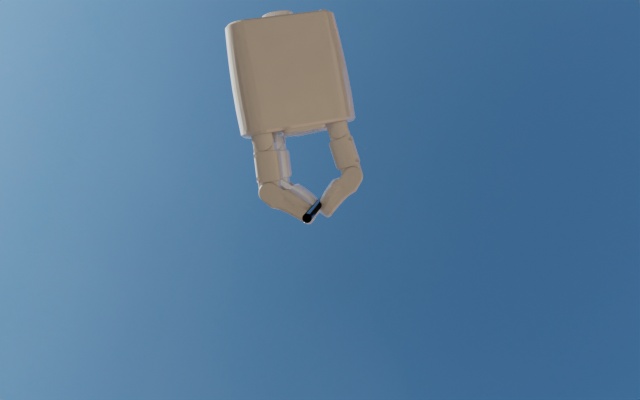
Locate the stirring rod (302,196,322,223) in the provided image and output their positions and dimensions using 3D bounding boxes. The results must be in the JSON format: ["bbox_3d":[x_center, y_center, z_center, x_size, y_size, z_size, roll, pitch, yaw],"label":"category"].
[{"bbox_3d":[0.000,0.002,0.510,0.011,0.011,0.239,0,6,5],"label":"stirring rod"}]
